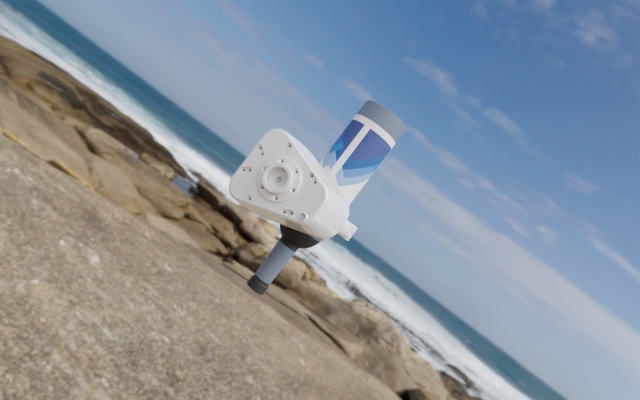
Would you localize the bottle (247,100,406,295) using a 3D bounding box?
[{"bbox_3d":[0.000,0.002,0.645,0.069,0.295,0.069,37,-1,1],"label":"bottle"}]
